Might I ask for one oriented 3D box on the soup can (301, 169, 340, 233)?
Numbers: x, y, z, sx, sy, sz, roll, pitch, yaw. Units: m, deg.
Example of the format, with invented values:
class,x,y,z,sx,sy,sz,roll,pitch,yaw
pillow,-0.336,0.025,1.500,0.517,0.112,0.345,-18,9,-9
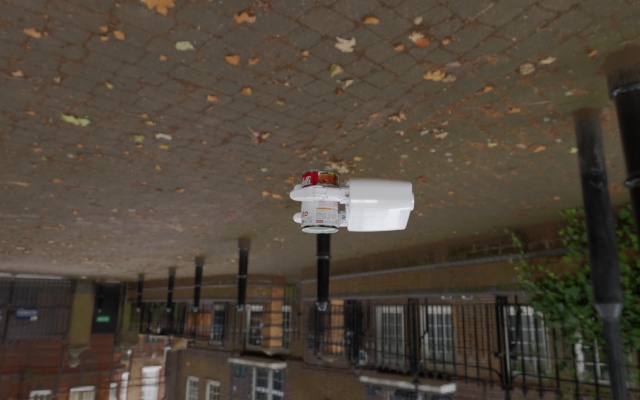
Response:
class,x,y,z,sx,sy,sz,roll,pitch,yaw
soup can,0.000,0.003,0.843,0.068,0.102,0.068,1,-13,0
